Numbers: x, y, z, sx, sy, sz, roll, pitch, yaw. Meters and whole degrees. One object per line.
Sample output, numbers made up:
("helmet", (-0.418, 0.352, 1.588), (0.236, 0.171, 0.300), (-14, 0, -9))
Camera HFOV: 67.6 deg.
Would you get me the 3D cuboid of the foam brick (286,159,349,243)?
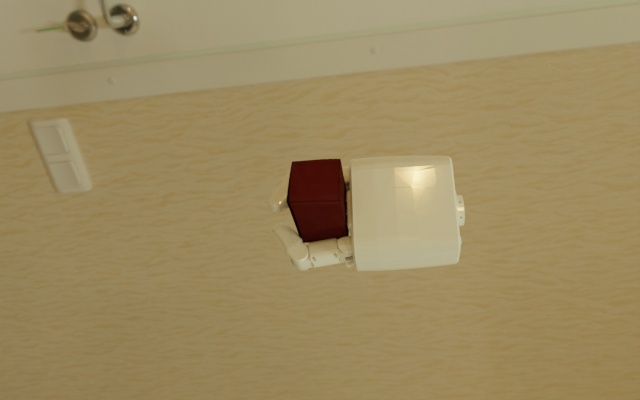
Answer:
("foam brick", (0.000, 0.002, 0.487), (0.051, 0.053, 0.078), (-3, -35, 9))
